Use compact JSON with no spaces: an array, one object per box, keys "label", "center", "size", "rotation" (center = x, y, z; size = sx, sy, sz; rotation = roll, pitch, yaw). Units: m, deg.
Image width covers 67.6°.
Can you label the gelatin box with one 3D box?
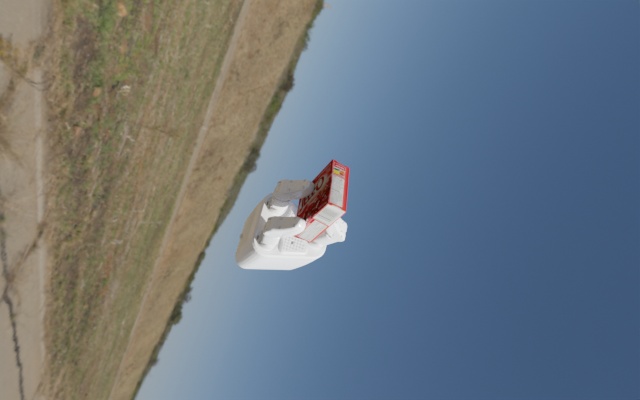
[{"label":"gelatin box","center":[0.001,0.002,0.614],"size":[0.030,0.073,0.089],"rotation":[25,-41,-20]}]
